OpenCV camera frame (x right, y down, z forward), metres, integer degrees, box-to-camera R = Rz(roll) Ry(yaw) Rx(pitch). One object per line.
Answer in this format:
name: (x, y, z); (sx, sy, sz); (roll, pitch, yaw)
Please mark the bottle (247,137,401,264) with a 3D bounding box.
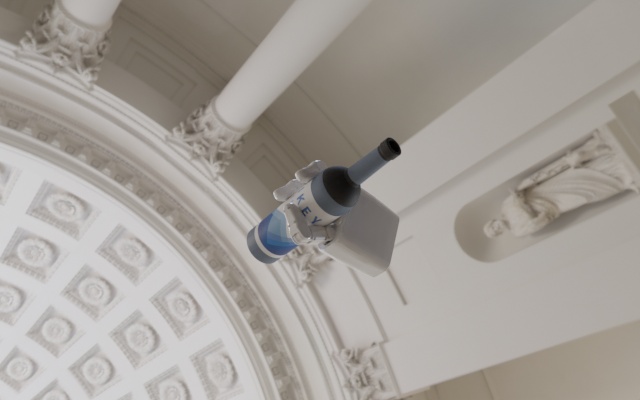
bottle: (0.000, 0.002, 0.693); (0.069, 0.069, 0.296); (0, -29, -46)
